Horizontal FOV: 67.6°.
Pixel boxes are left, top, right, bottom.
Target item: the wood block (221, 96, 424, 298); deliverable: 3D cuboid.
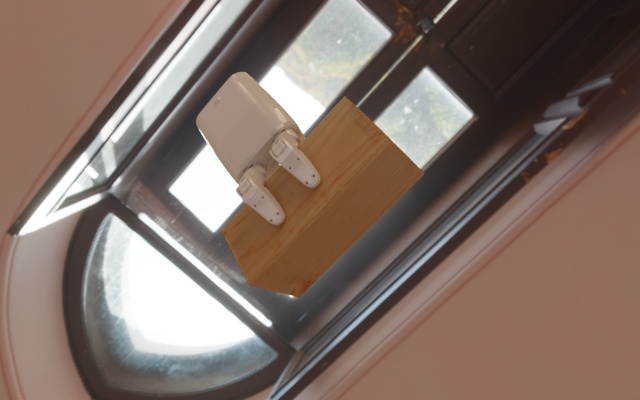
[{"bbox_3d":[0.000,0.002,0.535,0.091,0.206,0.090,28,20,-51],"label":"wood block"}]
